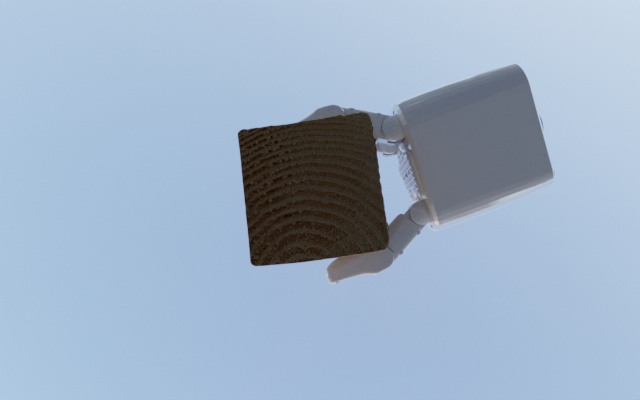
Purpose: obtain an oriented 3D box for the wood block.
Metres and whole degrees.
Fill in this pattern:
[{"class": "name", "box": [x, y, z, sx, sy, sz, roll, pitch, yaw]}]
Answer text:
[{"class": "wood block", "box": [0.001, 0.002, 0.403, 0.090, 0.091, 0.206, -8, -5, 3]}]
